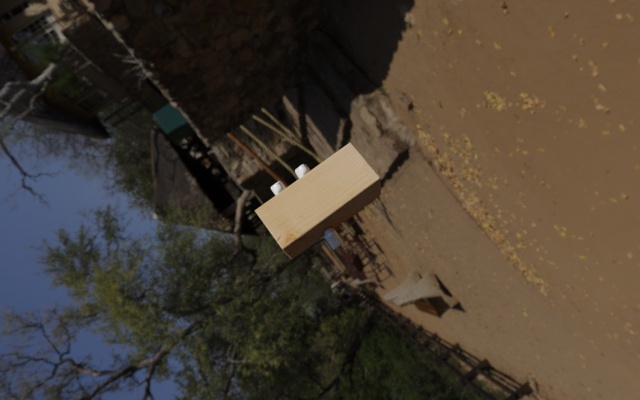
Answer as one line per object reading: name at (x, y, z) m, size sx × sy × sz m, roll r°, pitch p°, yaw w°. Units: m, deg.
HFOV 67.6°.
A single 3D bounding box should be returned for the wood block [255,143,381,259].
wood block at (0.000, 0.003, 0.858) m, size 0.206 × 0.090 × 0.090 m, roll -36°, pitch -19°, yaw -5°
